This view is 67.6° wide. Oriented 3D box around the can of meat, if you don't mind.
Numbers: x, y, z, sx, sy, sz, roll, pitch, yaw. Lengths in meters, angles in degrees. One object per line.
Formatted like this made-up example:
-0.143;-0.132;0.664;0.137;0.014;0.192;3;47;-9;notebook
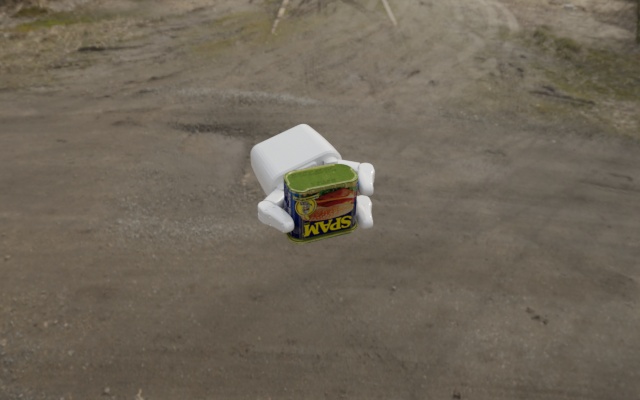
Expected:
0.000;0.002;0.638;0.102;0.084;0.057;-12;36;-18;can of meat
